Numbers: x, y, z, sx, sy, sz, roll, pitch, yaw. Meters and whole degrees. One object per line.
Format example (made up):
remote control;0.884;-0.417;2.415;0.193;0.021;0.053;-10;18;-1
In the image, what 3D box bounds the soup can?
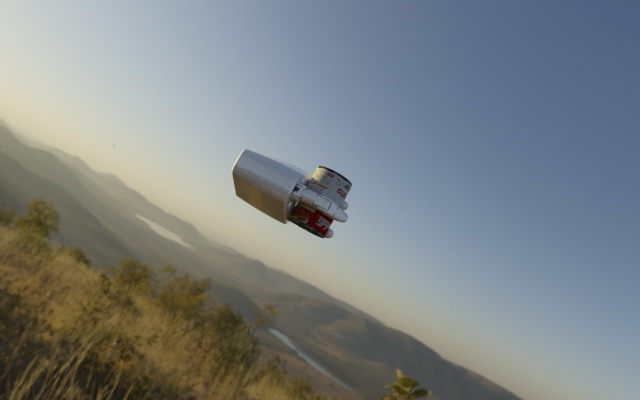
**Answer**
soup can;0.001;0.003;0.792;0.068;0.102;0.068;28;-9;5
